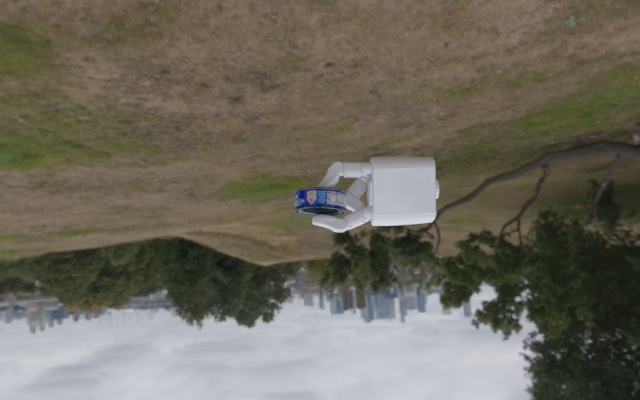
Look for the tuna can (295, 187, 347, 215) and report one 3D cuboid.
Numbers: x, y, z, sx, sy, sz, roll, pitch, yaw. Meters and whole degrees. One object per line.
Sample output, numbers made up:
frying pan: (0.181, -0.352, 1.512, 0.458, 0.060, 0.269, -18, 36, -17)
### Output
tuna can: (0.000, 0.003, 0.791, 0.086, 0.033, 0.086, 2, -11, 0)
